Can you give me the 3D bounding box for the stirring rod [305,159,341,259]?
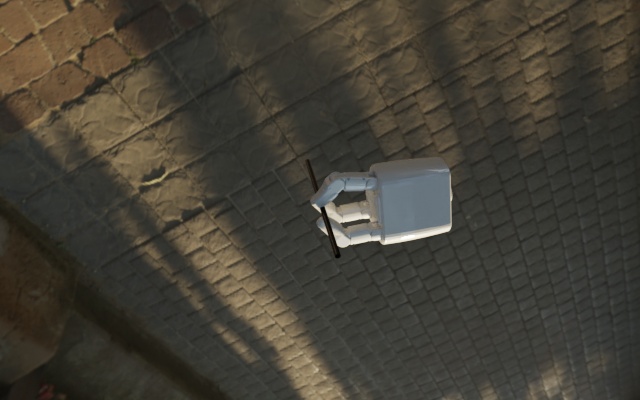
[{"bbox_3d":[0.000,0.002,0.696,0.011,0.011,0.239,0,34,-13],"label":"stirring rod"}]
